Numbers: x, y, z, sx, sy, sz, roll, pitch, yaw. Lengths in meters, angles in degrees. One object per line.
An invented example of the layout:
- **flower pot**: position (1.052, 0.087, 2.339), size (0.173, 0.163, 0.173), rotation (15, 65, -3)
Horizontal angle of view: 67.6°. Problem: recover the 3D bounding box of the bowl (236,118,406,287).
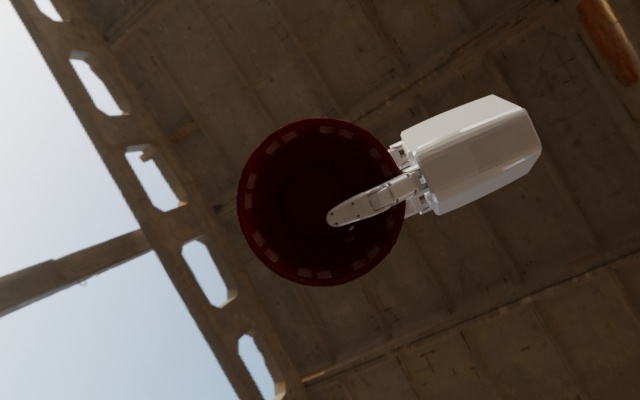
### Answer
- **bowl**: position (-0.001, 0.002, 0.479), size (0.162, 0.162, 0.055), rotation (0, 1, -3)
